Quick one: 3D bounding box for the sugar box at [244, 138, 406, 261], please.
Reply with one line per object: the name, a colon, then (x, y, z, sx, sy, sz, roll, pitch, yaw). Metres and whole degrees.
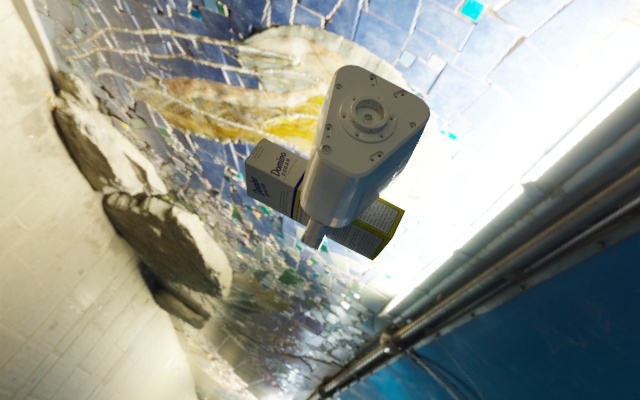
sugar box: (0.000, 0.001, 0.544, 0.176, 0.048, 0.093, 30, -23, 5)
